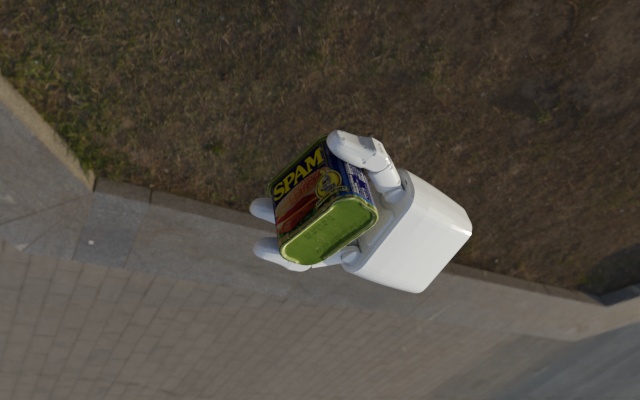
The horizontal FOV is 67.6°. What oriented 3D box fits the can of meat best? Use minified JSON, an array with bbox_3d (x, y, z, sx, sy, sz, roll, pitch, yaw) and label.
[{"bbox_3d":[0.000,0.002,0.449,0.057,0.083,0.102,29,-56,-36],"label":"can of meat"}]
